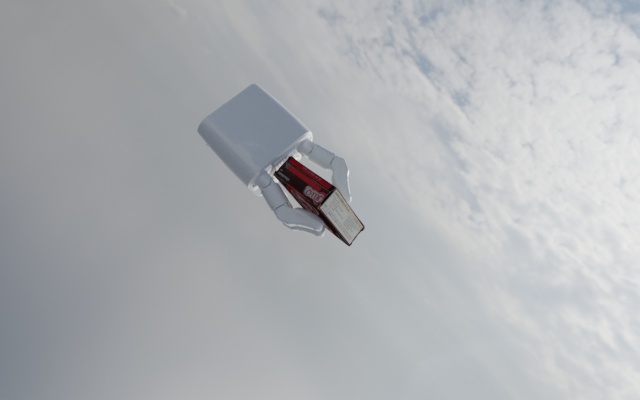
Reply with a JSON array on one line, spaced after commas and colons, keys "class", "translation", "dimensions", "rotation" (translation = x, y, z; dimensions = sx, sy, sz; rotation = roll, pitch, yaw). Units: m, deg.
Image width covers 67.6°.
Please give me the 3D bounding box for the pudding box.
[{"class": "pudding box", "translation": [0.000, 0.002, 0.614], "dimensions": [0.090, 0.039, 0.113], "rotation": [38, -6, 37]}]
